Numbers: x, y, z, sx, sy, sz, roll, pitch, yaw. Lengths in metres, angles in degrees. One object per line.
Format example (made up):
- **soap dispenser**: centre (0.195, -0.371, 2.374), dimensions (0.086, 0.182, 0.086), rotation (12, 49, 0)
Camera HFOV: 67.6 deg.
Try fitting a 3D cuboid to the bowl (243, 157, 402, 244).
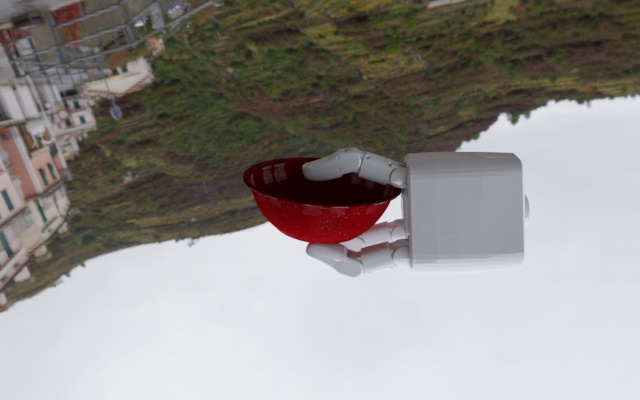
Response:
- **bowl**: centre (-0.001, 0.002, 0.496), dimensions (0.162, 0.055, 0.162), rotation (5, 20, -2)
